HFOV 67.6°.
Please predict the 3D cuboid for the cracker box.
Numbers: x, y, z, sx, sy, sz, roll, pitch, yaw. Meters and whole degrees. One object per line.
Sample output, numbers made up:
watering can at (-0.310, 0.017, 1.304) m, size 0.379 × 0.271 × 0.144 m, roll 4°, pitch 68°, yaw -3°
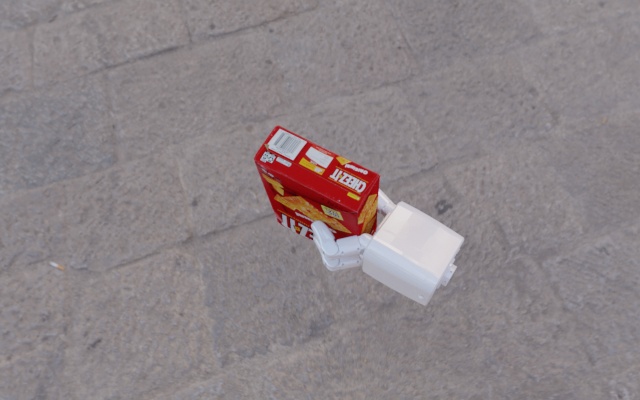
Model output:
cracker box at (0.000, 0.002, 0.712) m, size 0.164 × 0.072 × 0.214 m, roll 27°, pitch -21°, yaw 16°
